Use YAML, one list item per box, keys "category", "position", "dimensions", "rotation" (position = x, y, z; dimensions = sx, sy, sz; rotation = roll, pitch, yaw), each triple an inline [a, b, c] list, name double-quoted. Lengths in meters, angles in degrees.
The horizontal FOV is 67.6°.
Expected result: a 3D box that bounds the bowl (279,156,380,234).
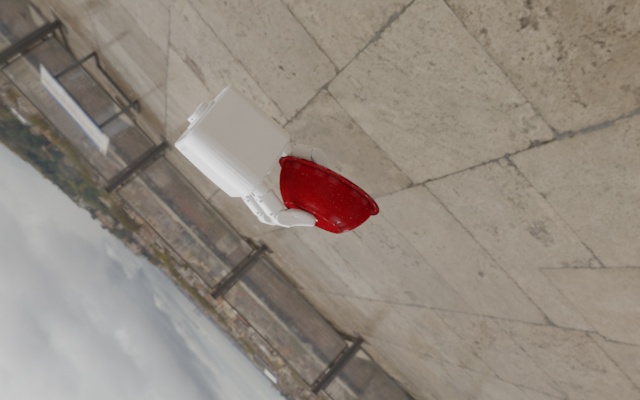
- category: "bowl"
  position: [0.001, 0.003, 0.681]
  dimensions: [0.162, 0.055, 0.162]
  rotation: [26, -12, 6]
